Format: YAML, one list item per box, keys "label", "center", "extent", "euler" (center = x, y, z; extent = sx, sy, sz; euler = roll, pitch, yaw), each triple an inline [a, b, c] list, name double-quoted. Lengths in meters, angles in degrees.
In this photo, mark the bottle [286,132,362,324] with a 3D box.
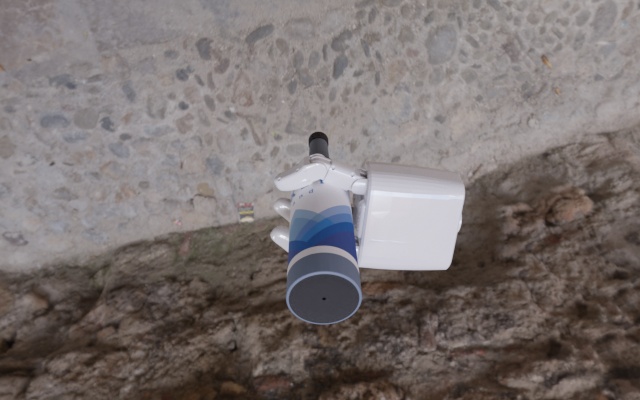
- label: "bottle"
  center: [0.000, 0.002, 0.536]
  extent: [0.069, 0.069, 0.295]
  euler: [0, 35, -1]
